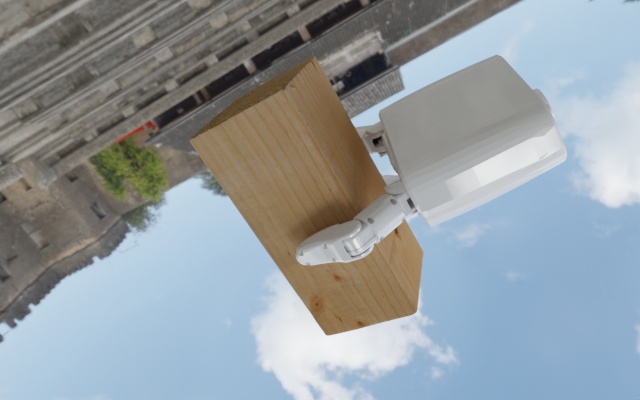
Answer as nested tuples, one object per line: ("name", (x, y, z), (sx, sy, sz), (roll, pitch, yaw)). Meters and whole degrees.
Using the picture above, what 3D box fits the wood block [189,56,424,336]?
("wood block", (0.000, 0.001, 0.401), (0.090, 0.206, 0.090), (-22, 22, 26))
